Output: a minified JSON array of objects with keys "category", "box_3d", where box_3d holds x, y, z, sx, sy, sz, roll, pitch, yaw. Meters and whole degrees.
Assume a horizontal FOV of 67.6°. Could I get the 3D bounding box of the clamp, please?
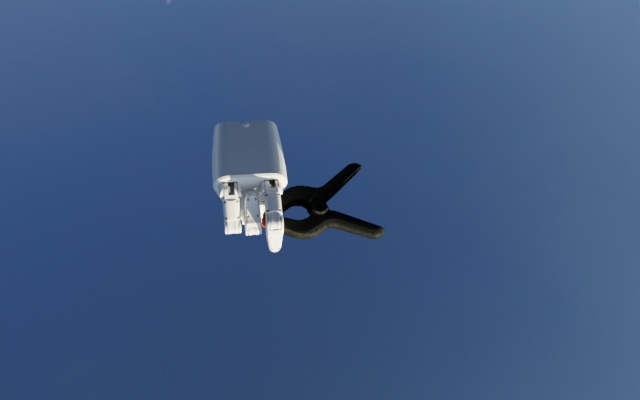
[{"category":"clamp","box_3d":[0.000,0.003,0.682,0.171,0.120,0.039,-1,-31,-14]}]
